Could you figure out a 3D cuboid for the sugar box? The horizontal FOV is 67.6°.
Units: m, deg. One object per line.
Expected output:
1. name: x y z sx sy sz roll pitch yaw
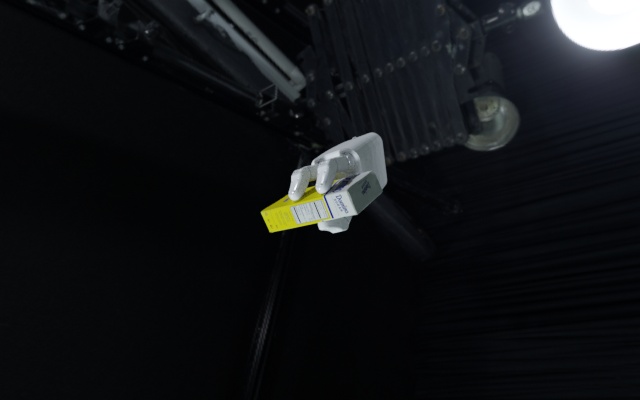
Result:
1. sugar box: 0.000 0.002 0.757 0.176 0.048 0.093 -17 12 37
